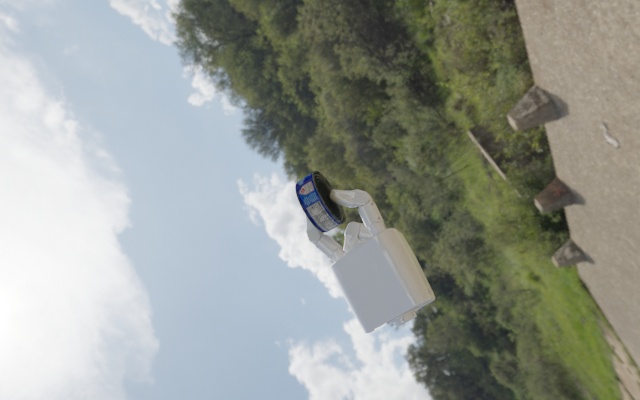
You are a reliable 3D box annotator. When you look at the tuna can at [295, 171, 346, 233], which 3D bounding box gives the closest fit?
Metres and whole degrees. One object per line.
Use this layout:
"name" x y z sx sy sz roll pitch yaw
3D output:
"tuna can" 0.000 0.002 0.684 0.034 0.086 0.086 -30 -8 15
